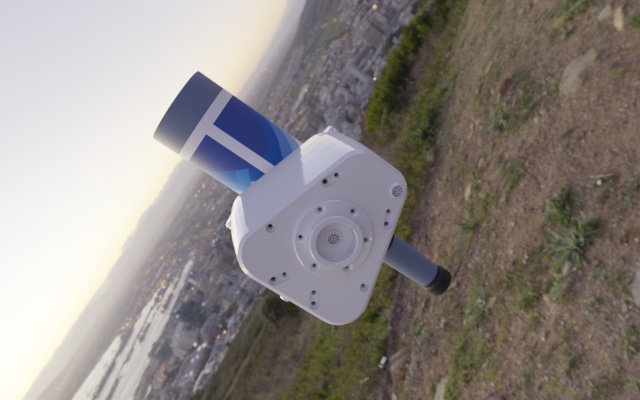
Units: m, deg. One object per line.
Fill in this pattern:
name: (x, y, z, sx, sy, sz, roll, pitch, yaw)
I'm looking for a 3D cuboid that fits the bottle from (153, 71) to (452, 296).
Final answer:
bottle: (0.000, 0.001, 0.426, 0.296, 0.069, 0.069, 34, -10, -15)
